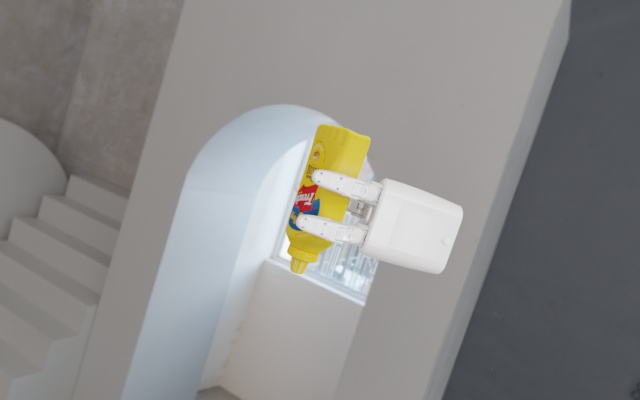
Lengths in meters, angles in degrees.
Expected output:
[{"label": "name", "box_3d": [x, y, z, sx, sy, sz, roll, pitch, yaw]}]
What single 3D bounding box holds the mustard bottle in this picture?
[{"label": "mustard bottle", "box_3d": [0.000, 0.002, 0.606, 0.058, 0.191, 0.096, 16, 6, -28]}]
